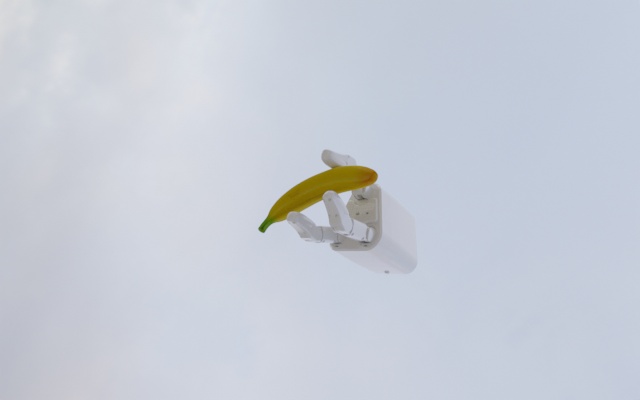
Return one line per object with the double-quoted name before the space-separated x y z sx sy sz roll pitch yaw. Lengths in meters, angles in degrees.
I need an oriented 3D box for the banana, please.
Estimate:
"banana" -0.002 -0.010 0.674 0.198 0.069 0.037 -27 -53 27
